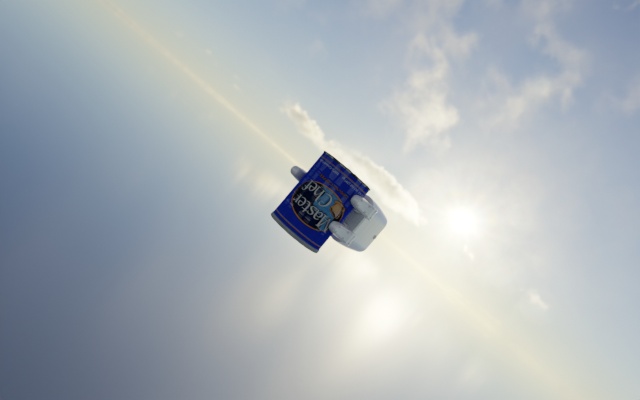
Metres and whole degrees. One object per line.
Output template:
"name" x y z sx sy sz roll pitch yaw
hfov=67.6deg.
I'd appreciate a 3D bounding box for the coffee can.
"coffee can" 0.000 0.003 0.801 0.103 0.140 0.103 40 2 -1
